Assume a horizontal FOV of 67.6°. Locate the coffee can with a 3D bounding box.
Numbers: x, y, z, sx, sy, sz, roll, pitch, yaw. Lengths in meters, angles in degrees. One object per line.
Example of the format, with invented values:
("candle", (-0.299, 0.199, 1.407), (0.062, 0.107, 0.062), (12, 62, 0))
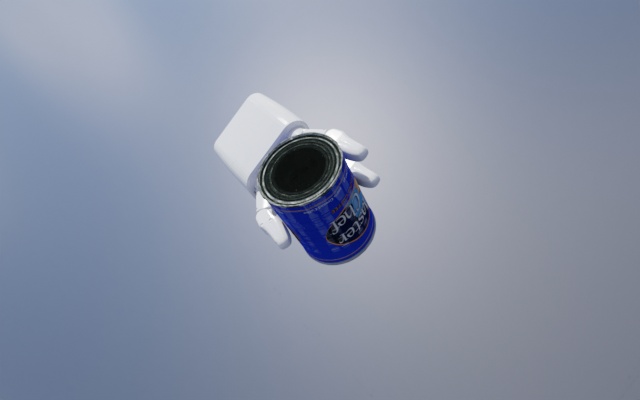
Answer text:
("coffee can", (0.000, 0.002, 0.576), (0.103, 0.102, 0.140), (0, -33, 24))
